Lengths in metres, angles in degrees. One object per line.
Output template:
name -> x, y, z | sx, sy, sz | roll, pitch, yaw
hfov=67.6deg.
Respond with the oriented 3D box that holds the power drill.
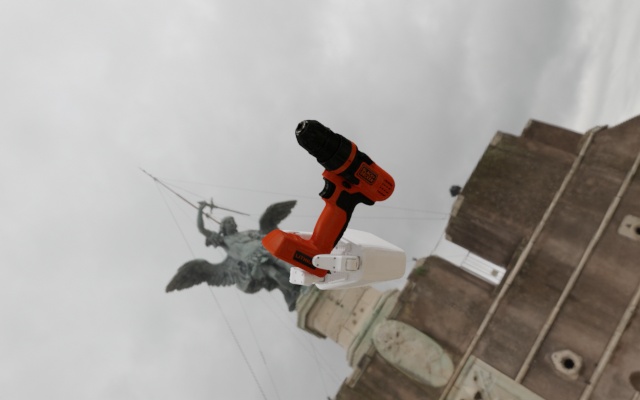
power drill -> 0.000, 0.003, 0.665 | 0.184, 0.187, 0.057 | 32, 3, -33
